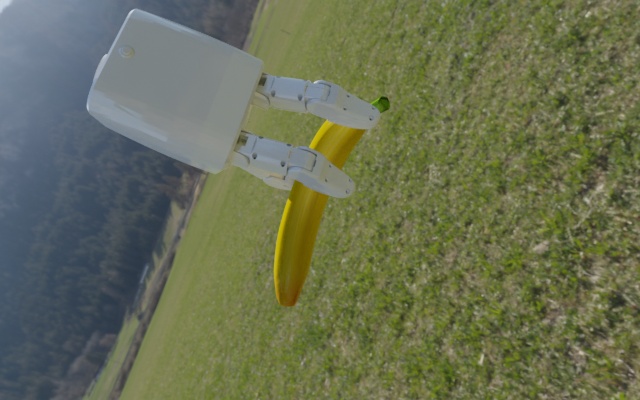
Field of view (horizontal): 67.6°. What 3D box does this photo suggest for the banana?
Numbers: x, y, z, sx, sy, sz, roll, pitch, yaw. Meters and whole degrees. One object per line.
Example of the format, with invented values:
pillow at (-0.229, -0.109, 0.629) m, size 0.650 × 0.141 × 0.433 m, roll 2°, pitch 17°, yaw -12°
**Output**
banana at (-0.004, -0.005, 0.428) m, size 0.037 × 0.198 × 0.069 m, roll 22°, pitch 4°, yaw -20°
